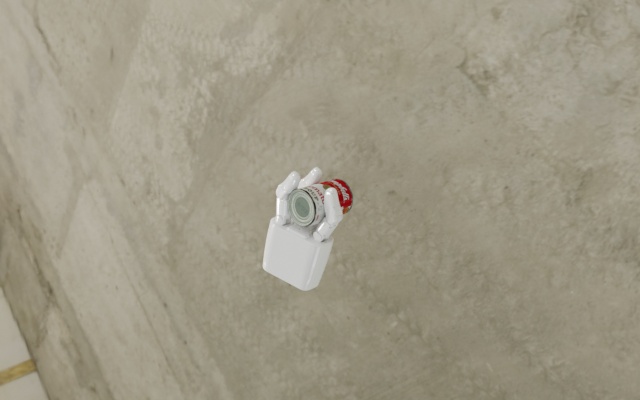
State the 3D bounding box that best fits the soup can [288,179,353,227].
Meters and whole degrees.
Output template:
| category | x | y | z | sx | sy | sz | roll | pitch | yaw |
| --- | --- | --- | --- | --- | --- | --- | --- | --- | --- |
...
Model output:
| category | x | y | z | sx | sy | sz | roll | pitch | yaw |
| --- | --- | --- | --- | --- | --- | --- | --- | --- | --- |
| soup can | 0.000 | 0.002 | 0.844 | 0.068 | 0.068 | 0.102 | 0 | 11 | 43 |
